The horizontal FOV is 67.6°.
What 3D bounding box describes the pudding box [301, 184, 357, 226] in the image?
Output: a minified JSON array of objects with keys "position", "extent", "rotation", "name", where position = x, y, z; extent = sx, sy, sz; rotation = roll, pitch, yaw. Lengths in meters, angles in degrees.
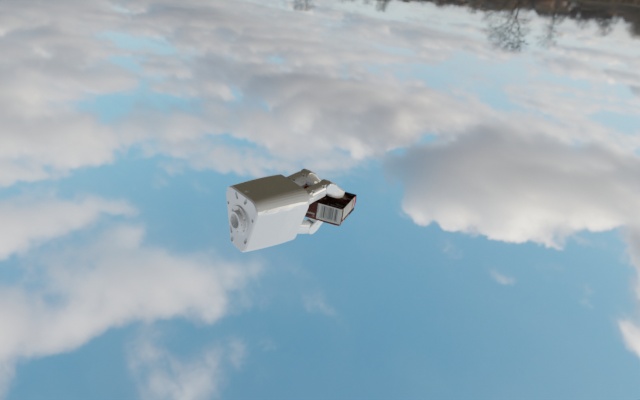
[{"position":[0.000,0.003,0.883],"extent":[0.113,0.039,0.090],"rotation":[17,24,14],"name":"pudding box"}]
